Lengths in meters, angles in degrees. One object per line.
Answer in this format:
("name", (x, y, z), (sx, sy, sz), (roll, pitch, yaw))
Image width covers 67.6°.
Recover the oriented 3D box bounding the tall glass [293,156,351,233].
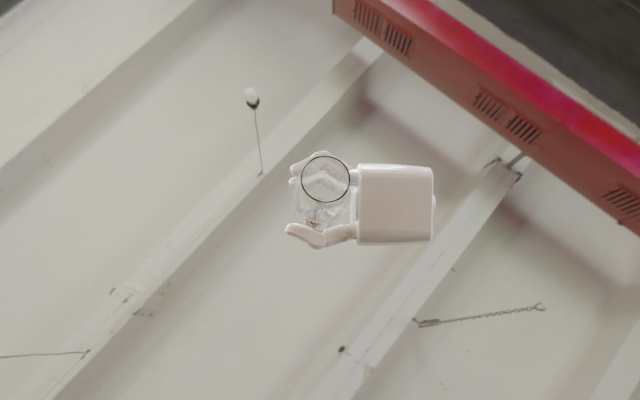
("tall glass", (0.000, 0.002, 0.678), (0.079, 0.079, 0.201), (0, -17, -3))
